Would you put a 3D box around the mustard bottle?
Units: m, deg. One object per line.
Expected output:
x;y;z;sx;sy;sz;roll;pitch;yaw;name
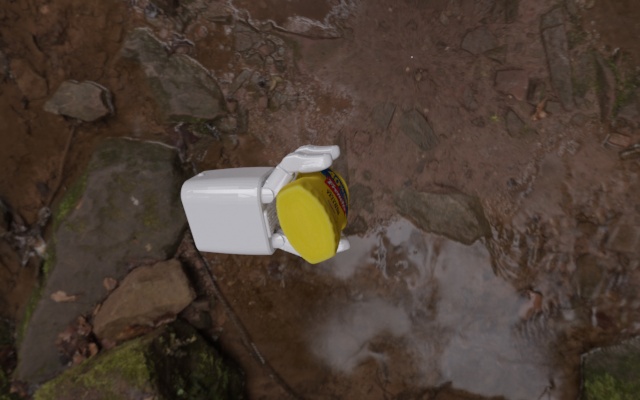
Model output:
0.000;0.002;0.620;0.058;0.096;0.191;-25;10;17;mustard bottle
